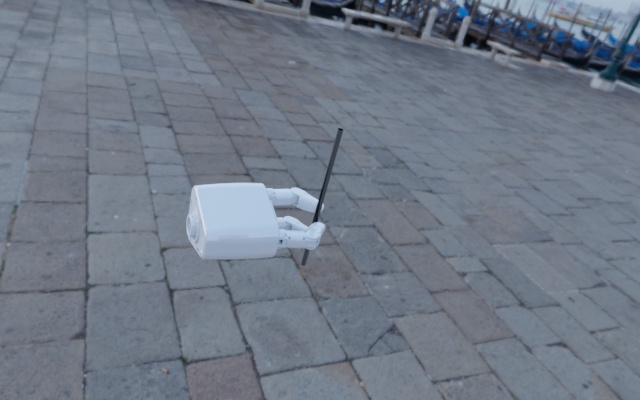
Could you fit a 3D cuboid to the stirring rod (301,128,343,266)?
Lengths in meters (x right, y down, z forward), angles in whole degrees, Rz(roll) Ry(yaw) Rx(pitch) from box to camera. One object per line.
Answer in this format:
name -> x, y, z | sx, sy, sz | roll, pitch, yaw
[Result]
stirring rod -> 0.000, 0.002, 0.726 | 0.011, 0.240, 0.011 | 12, 28, -7
